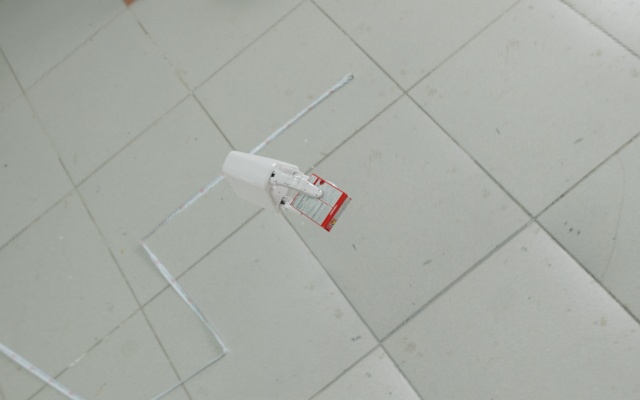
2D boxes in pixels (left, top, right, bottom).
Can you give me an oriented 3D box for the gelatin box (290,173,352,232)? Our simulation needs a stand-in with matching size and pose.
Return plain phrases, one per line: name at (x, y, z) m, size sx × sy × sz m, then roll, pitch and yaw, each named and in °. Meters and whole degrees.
gelatin box at (0.000, 0.003, 0.857) m, size 0.089 × 0.073 × 0.030 m, roll 33°, pitch -4°, yaw 32°
